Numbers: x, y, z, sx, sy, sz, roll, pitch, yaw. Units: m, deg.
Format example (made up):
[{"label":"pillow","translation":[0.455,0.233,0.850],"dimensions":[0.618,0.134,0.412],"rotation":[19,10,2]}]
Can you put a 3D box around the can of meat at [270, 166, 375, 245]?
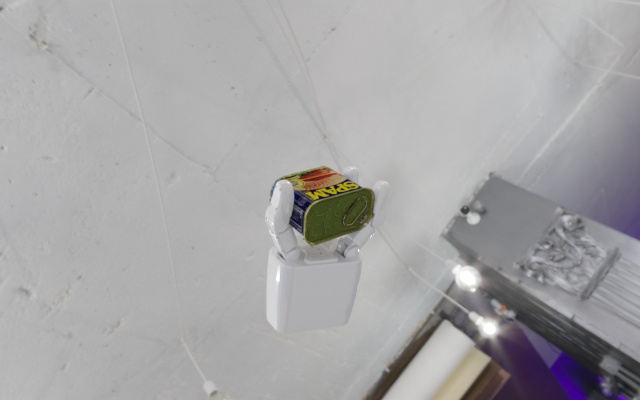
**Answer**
[{"label":"can of meat","translation":[0.000,0.002,0.582],"dimensions":[0.102,0.057,0.084],"rotation":[-16,33,-33]}]
